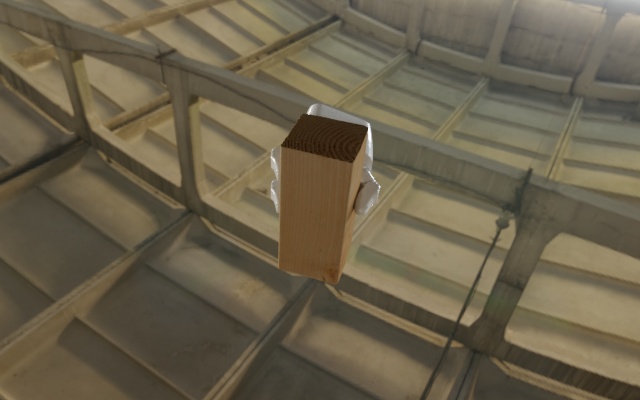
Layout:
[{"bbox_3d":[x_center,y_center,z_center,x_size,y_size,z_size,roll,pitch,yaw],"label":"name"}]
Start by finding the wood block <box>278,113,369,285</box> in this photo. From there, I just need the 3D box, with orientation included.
[{"bbox_3d":[0.000,0.002,0.639,0.091,0.206,0.090,13,40,10],"label":"wood block"}]
